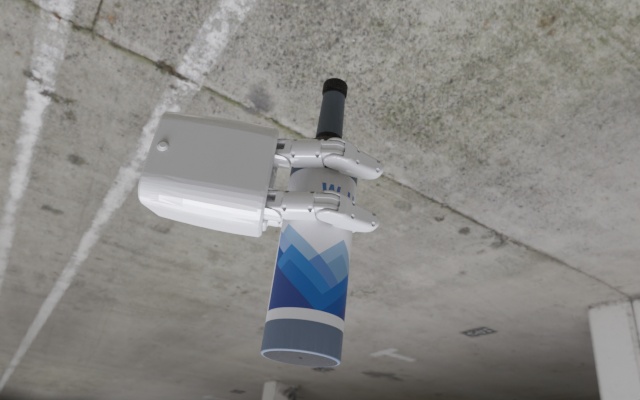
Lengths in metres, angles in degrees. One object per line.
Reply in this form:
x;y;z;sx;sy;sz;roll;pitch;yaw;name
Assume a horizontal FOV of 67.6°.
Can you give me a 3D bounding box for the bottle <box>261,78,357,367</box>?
0.000;0.002;0.461;0.069;0.295;0.069;6;-28;3;bottle
